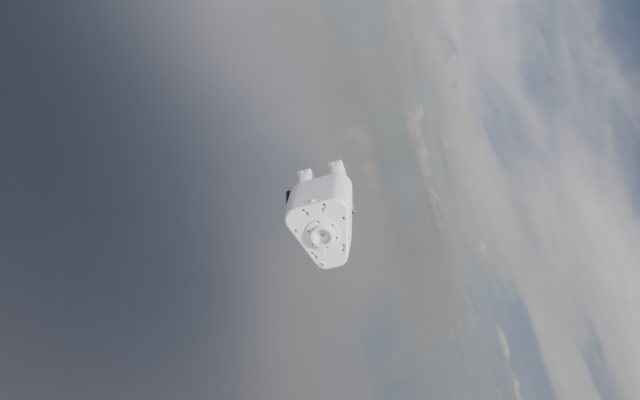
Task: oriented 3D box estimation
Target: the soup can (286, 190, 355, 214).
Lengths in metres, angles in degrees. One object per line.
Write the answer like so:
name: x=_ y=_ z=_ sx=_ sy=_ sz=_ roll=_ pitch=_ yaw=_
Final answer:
soup can: x=0.000 y=0.002 z=0.809 sx=0.102 sy=0.068 sz=0.068 roll=-15 pitch=-3 yaw=10
